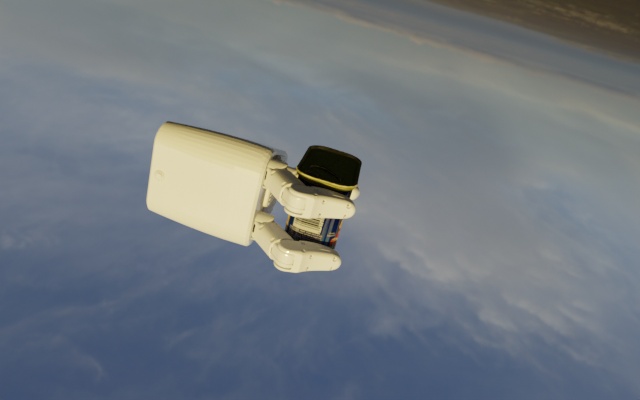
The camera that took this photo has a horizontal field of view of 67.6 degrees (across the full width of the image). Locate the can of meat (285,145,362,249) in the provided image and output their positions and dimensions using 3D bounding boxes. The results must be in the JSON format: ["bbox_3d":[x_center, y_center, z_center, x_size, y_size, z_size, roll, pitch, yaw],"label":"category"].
[{"bbox_3d":[0.000,0.002,0.474,0.057,0.084,0.102,17,23,1],"label":"can of meat"}]
